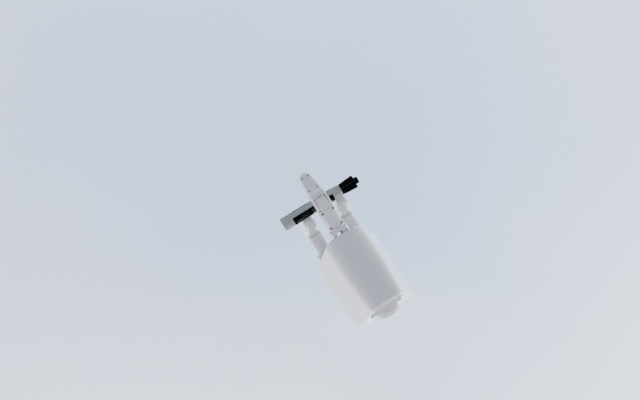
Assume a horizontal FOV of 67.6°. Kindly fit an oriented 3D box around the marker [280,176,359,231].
[{"bbox_3d":[0.000,0.002,0.653,0.121,0.020,0.020,-31,3,-5],"label":"marker"}]
